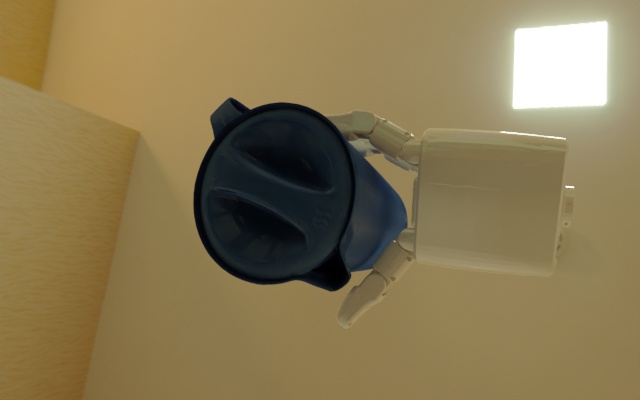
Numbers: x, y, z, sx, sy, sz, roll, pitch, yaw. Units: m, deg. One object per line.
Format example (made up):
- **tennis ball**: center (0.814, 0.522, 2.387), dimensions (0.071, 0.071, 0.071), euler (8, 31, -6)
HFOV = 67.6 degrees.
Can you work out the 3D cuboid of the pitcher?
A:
- **pitcher**: center (0.000, 0.002, 0.450), dimensions (0.145, 0.149, 0.243), euler (4, -7, 22)
